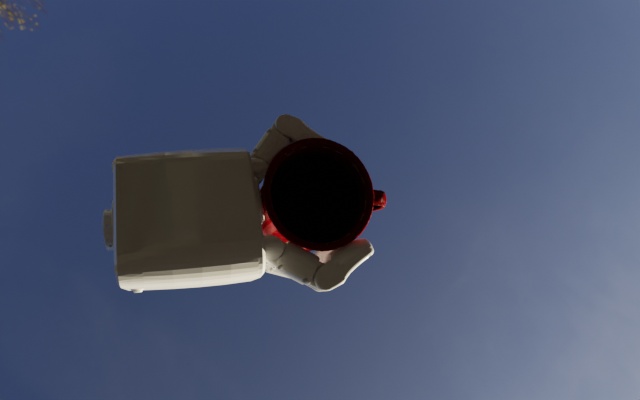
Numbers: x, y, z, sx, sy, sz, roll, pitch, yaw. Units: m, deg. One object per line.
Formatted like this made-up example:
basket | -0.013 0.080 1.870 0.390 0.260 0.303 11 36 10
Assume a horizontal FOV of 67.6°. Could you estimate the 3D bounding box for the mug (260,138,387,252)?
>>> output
mug | 0.001 0.001 0.423 0.117 0.093 0.081 -3 -11 -17
